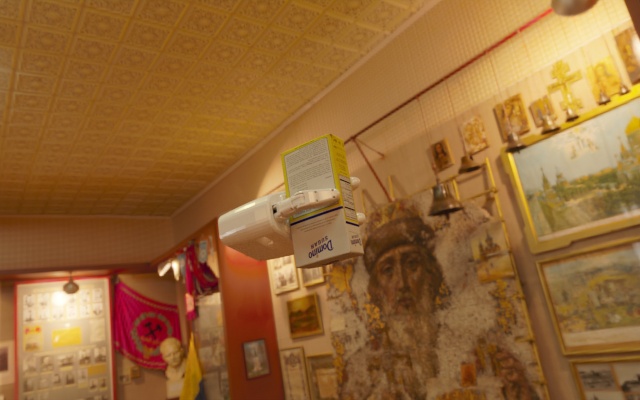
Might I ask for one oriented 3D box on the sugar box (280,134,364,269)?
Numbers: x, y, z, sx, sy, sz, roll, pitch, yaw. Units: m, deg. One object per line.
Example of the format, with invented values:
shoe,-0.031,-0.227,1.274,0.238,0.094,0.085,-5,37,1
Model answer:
sugar box,0.000,0.002,0.681,0.093,0.176,0.048,-19,-18,31
